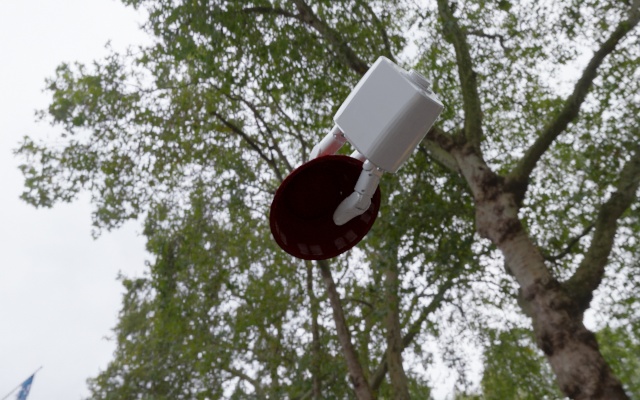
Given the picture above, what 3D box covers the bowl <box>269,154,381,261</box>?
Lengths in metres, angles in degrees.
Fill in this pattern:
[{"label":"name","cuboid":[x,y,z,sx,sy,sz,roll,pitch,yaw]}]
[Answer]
[{"label":"bowl","cuboid":[-0.001,0.003,0.664,0.162,0.162,0.055,0,26,-24]}]
